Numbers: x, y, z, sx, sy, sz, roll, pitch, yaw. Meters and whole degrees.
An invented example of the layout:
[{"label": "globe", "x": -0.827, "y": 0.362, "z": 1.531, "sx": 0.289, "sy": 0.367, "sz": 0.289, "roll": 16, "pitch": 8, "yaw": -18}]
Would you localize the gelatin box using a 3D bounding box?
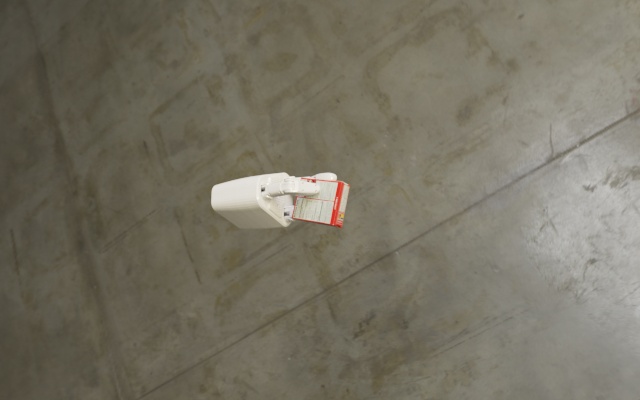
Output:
[{"label": "gelatin box", "x": 0.000, "y": 0.003, "z": 0.801, "sx": 0.089, "sy": 0.073, "sz": 0.030, "roll": 7, "pitch": -7, "yaw": 35}]
